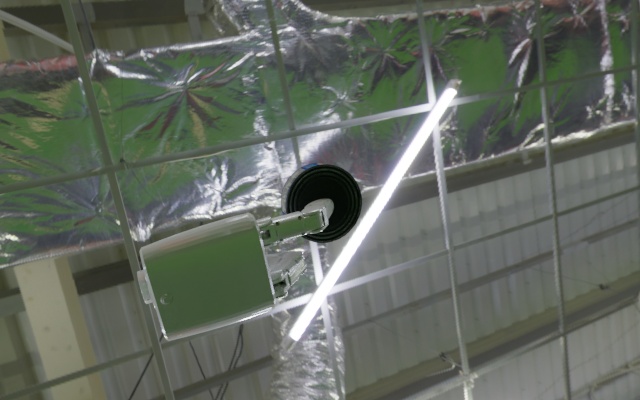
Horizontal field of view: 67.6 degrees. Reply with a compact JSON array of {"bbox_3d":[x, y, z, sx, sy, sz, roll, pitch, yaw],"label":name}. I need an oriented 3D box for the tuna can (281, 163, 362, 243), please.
[{"bbox_3d":[0.000,0.002,0.528,0.086,0.086,0.033,0,8,-18],"label":"tuna can"}]
